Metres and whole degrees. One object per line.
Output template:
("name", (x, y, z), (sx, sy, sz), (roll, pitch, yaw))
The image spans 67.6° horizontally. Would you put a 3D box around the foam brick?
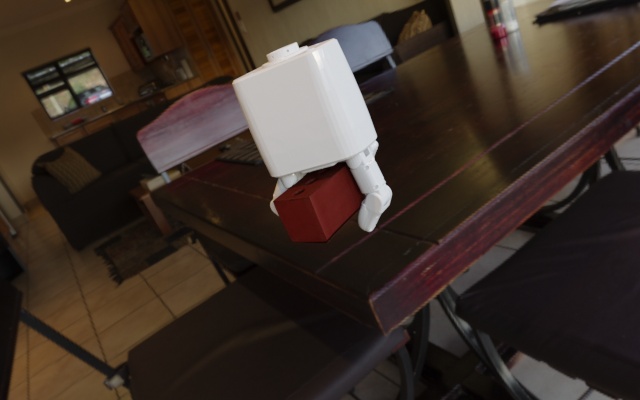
("foam brick", (0.000, 0.002, 0.493), (0.053, 0.051, 0.078), (-4, 28, 42))
